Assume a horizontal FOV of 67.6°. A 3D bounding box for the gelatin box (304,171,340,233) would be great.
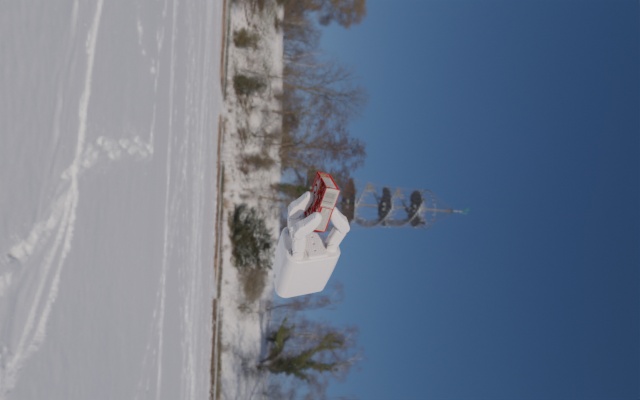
[{"bbox_3d":[0.001,0.003,0.862,0.030,0.089,0.073,12,23,-19],"label":"gelatin box"}]
